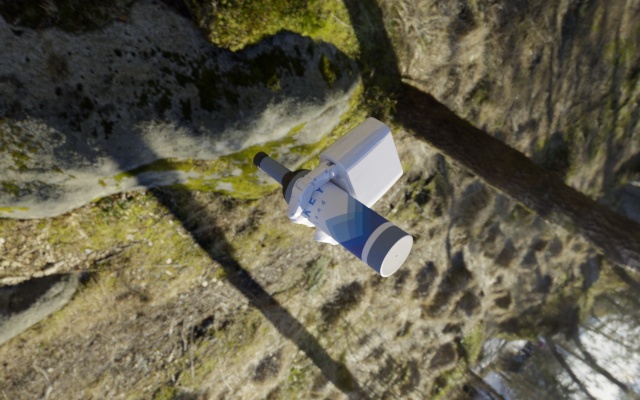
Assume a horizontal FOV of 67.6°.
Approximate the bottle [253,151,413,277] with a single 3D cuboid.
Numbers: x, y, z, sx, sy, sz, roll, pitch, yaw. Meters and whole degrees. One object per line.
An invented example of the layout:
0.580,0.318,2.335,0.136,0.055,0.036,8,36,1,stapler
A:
0.000,0.002,0.711,0.295,0.069,0.069,35,21,32,bottle
